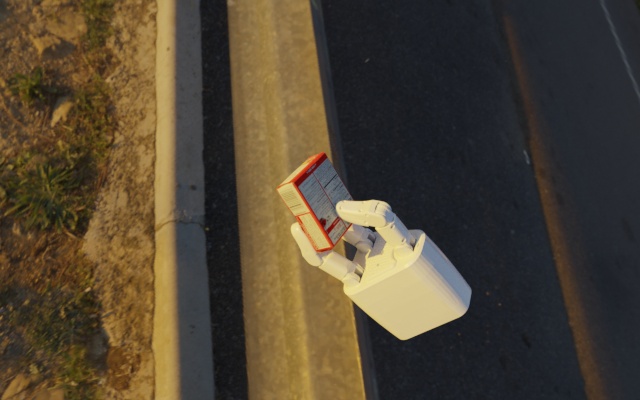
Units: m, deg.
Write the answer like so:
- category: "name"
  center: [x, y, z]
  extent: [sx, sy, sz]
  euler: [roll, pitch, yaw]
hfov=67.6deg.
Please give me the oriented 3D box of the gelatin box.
- category: "gelatin box"
  center: [0.000, 0.001, 0.535]
  extent: [0.030, 0.089, 0.073]
  euler: [-18, 20, 40]
